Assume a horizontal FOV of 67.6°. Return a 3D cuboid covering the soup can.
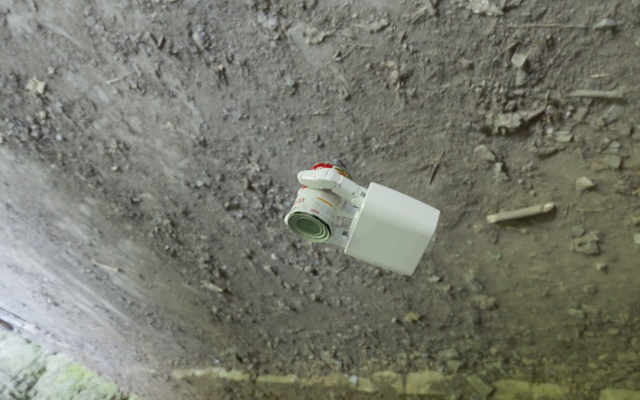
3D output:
[{"bbox_3d":[0.000,0.002,0.701,0.068,0.102,0.069,16,-36,12],"label":"soup can"}]
